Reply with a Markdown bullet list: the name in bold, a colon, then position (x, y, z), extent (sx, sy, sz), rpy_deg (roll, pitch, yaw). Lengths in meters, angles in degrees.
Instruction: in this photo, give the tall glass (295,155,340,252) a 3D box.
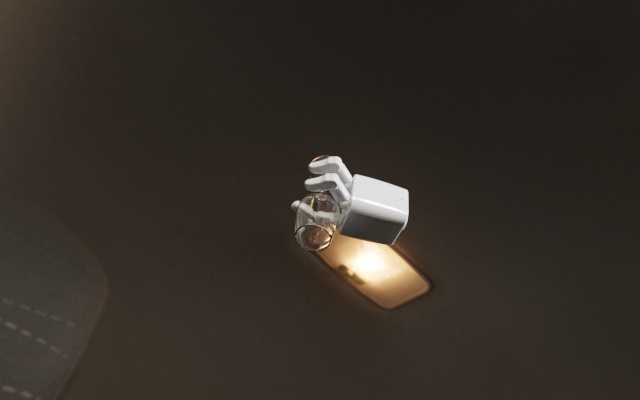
- **tall glass**: position (0.000, 0.002, 0.872), extent (0.079, 0.079, 0.201), rpy_deg (0, 38, 10)
